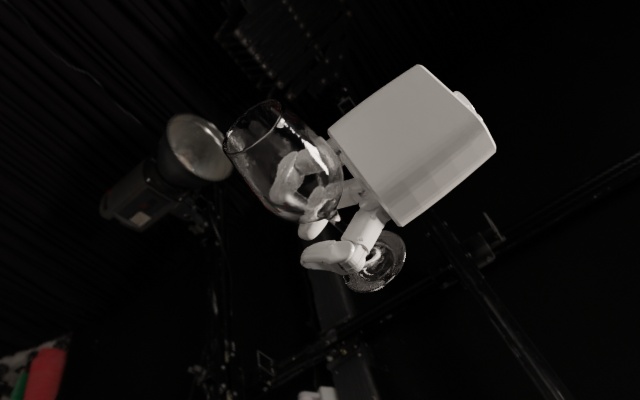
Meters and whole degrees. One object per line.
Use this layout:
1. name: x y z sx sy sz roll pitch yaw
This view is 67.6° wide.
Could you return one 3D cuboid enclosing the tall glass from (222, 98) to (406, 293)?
1. tall glass: 0.000 0.002 0.434 0.079 0.079 0.201 0 -37 44
